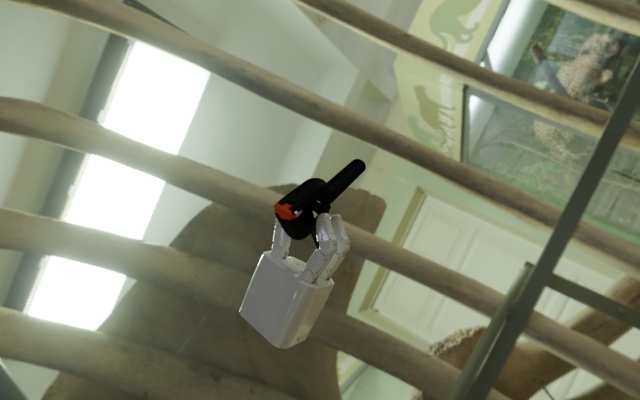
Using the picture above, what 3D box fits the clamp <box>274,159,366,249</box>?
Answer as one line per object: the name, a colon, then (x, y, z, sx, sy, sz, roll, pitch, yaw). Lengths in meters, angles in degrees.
clamp: (-0.001, 0.002, 0.709, 0.036, 0.164, 0.210, 28, 7, 22)
